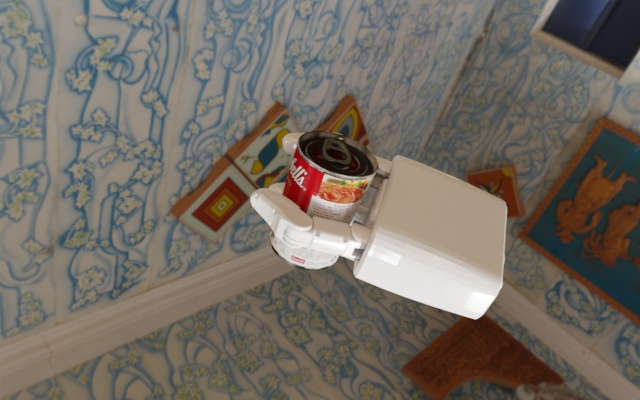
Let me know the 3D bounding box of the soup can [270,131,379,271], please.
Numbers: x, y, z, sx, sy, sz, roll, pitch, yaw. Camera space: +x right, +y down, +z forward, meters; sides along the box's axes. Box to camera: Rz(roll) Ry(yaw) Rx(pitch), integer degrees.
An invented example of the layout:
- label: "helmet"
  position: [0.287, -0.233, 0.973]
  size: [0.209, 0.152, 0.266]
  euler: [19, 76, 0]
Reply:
- label: "soup can"
  position: [-0.001, 0.001, 0.408]
  size: [0.068, 0.102, 0.068]
  euler: [14, 34, -10]
